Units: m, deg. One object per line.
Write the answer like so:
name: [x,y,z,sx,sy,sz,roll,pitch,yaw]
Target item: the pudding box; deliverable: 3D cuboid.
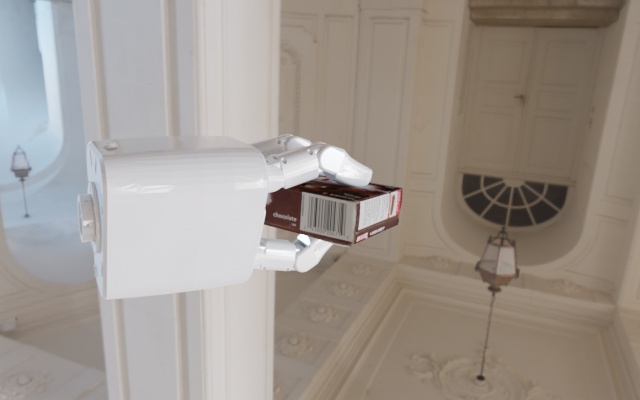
pudding box: [0.000,0.001,0.403,0.113,0.039,0.090,14,15,29]
